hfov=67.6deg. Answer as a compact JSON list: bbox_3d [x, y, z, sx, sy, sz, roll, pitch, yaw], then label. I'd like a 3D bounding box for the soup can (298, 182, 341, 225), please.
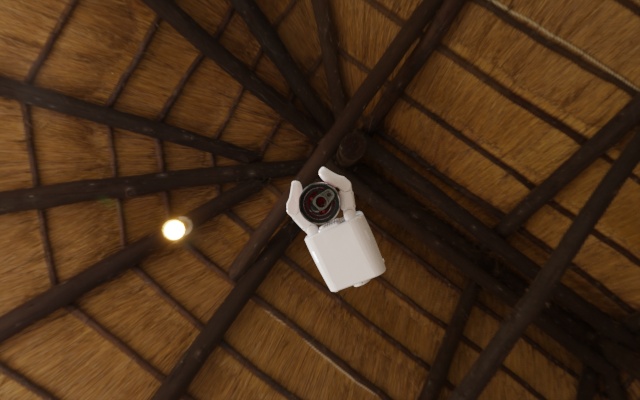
[{"bbox_3d":[0.000,0.002,0.812,0.068,0.068,0.102,0,3,2],"label":"soup can"}]
